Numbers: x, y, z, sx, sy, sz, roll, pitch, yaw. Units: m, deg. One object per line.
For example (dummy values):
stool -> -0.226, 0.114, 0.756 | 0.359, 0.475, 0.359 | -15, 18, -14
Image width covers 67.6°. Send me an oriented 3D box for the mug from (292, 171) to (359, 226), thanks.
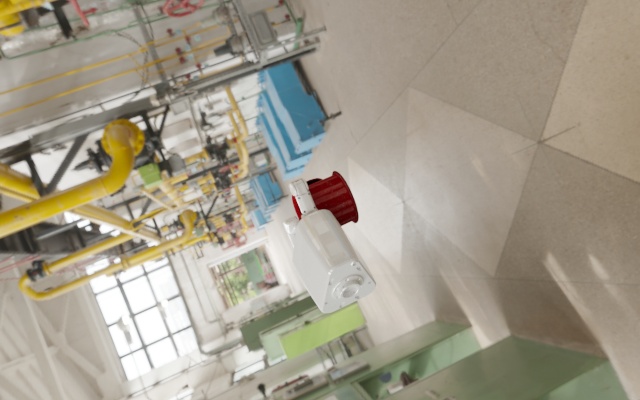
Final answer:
mug -> -0.001, 0.002, 0.784 | 0.081, 0.093, 0.117 | -23, 45, -12
